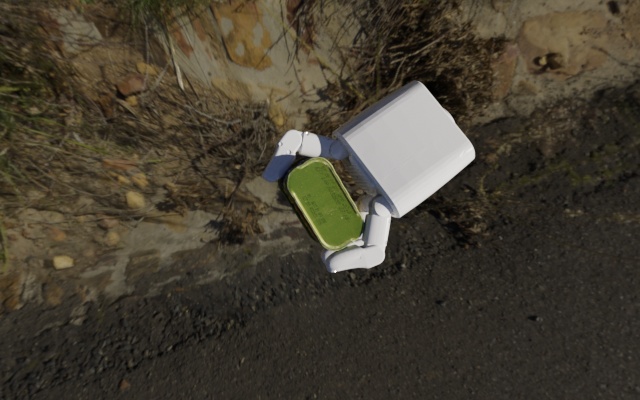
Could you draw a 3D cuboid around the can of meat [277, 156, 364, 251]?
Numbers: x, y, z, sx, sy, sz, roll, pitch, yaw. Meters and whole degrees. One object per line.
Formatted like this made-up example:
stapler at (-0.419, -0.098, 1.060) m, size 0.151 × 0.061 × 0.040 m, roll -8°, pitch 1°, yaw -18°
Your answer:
can of meat at (0.000, 0.002, 0.517) m, size 0.057 × 0.102 × 0.084 m, roll -32°, pitch 7°, yaw -5°
